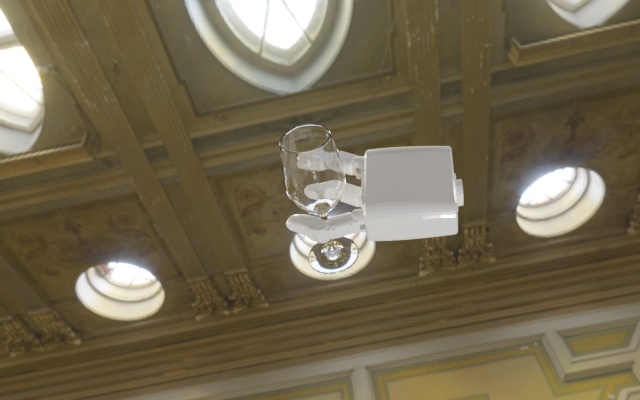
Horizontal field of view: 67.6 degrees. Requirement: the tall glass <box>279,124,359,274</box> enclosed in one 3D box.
[{"bbox_3d":[0.000,0.003,0.622,0.079,0.201,0.079,-9,39,7],"label":"tall glass"}]
